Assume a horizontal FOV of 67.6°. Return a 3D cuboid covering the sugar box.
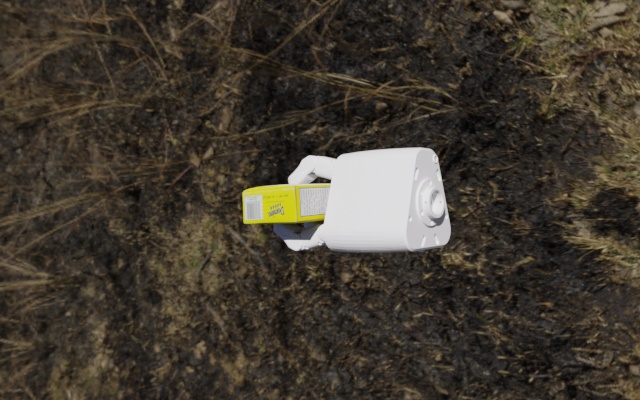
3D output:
[{"bbox_3d":[0.000,0.002,0.593,0.093,0.048,0.176,-3,-2,43],"label":"sugar box"}]
